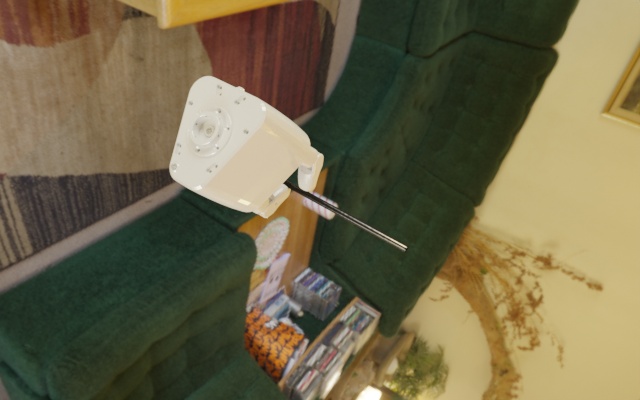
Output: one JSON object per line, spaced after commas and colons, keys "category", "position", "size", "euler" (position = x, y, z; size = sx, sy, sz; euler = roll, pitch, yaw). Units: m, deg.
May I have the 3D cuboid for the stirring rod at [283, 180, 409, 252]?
{"category": "stirring rod", "position": [0.000, 0.002, 0.586], "size": [0.239, 0.011, 0.011], "euler": [29, 12, 23]}
